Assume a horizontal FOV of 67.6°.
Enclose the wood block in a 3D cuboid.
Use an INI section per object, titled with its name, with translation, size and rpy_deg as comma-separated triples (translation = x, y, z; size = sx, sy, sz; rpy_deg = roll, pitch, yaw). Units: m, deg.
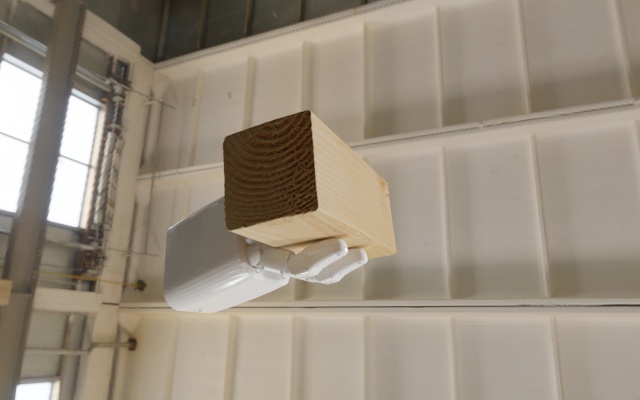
[wood block]
translation = 0.000, 0.001, 0.484
size = 0.090, 0.090, 0.206
rpy_deg = -14, -20, 22
